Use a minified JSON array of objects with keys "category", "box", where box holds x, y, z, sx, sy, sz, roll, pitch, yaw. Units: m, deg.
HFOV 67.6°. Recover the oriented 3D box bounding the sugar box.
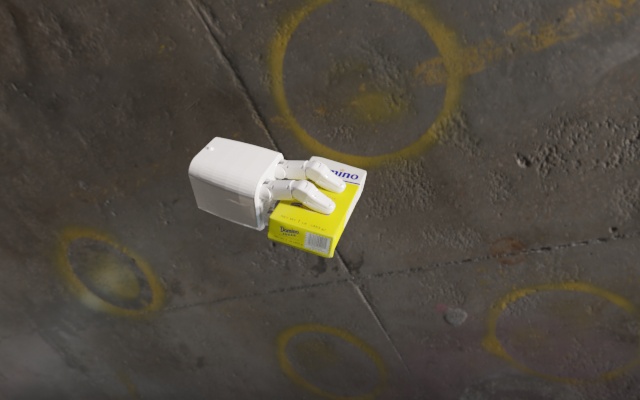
[{"category":"sugar box","box":[0.000,0.002,0.688,0.093,0.048,0.176,17,39,9]}]
